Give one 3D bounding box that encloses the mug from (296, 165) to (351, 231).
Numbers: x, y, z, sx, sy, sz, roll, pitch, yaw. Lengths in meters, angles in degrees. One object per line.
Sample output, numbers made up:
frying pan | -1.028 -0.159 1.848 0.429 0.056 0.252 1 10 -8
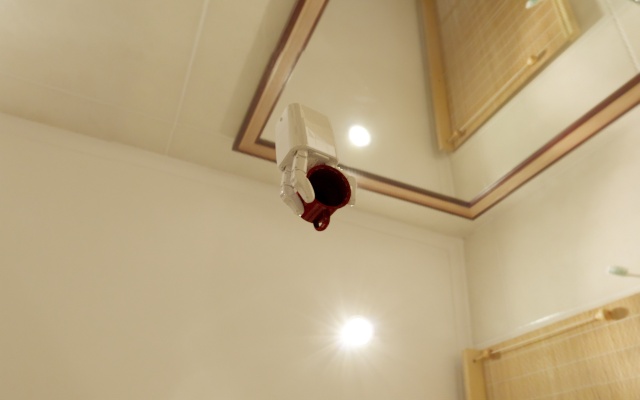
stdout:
mug | 0.000 0.004 0.898 0.093 0.117 0.081 7 -30 -24
